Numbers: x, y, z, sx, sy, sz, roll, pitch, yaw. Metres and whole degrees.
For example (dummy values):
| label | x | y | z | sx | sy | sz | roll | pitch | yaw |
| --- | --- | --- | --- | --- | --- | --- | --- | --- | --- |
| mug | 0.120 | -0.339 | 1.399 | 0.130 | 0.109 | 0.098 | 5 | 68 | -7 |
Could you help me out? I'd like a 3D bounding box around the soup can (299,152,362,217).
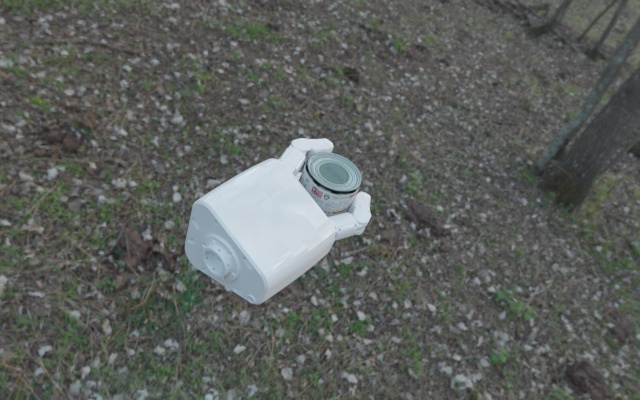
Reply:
| label | x | y | z | sx | sy | sz | roll | pitch | yaw |
| --- | --- | --- | --- | --- | --- | --- | --- | --- | --- |
| soup can | 0.001 | 0.002 | 0.566 | 0.068 | 0.068 | 0.102 | 0 | -44 | -25 |
